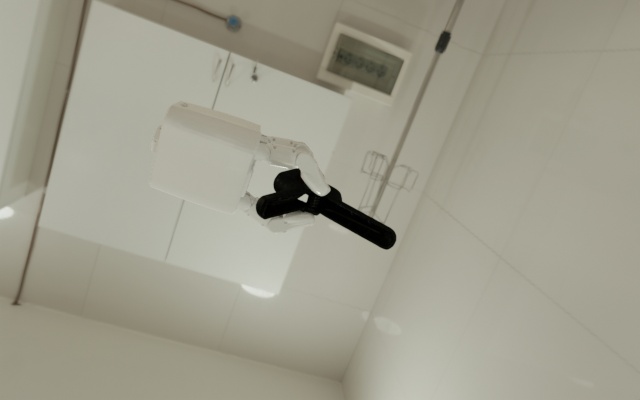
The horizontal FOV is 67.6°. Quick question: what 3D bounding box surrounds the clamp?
[{"bbox_3d":[0.000,0.003,0.604,0.164,0.036,0.210,18,13,-11],"label":"clamp"}]
